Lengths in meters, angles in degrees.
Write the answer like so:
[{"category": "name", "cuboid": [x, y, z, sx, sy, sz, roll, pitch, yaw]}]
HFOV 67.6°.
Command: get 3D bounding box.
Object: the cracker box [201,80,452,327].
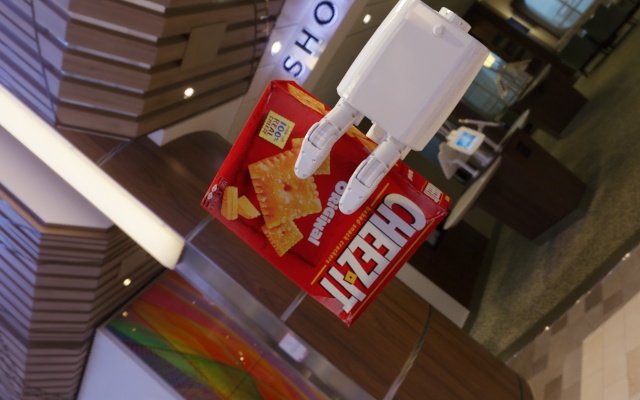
[{"category": "cracker box", "cuboid": [0.000, 0.002, 0.504, 0.213, 0.164, 0.072, 38, 21, 7]}]
